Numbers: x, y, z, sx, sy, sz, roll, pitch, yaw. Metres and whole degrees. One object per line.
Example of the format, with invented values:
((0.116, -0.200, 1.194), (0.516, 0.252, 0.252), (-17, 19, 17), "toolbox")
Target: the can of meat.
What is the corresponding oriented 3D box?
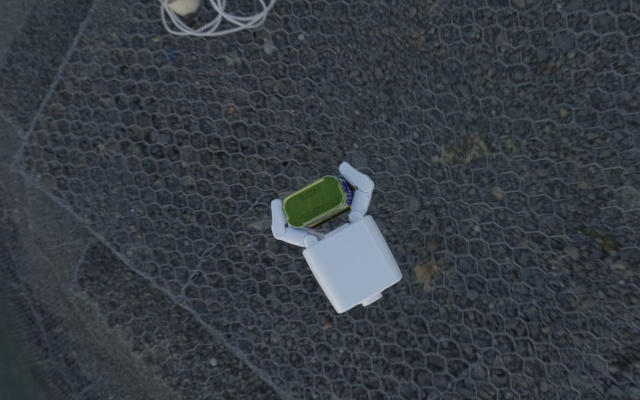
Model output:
((0.000, 0.002, 0.721), (0.102, 0.057, 0.084), (-28, -7, 14), "can of meat")
